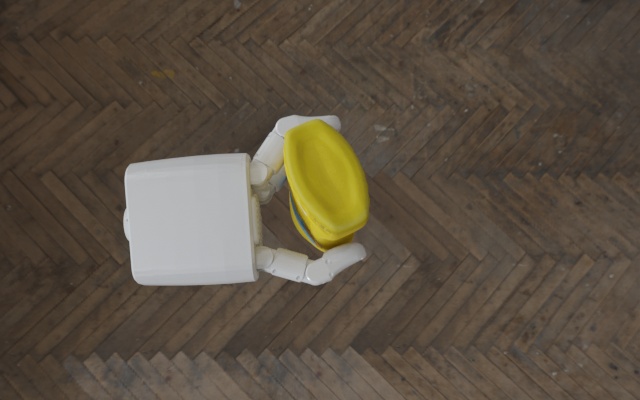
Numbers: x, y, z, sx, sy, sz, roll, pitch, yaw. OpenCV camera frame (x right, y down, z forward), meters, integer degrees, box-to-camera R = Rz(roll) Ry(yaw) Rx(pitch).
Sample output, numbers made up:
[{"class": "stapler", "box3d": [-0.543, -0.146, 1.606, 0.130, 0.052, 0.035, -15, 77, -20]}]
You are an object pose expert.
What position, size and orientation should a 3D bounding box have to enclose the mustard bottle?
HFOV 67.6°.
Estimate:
[{"class": "mustard bottle", "box3d": [0.000, 0.001, 0.461, 0.058, 0.096, 0.192, -26, -11, -9]}]
